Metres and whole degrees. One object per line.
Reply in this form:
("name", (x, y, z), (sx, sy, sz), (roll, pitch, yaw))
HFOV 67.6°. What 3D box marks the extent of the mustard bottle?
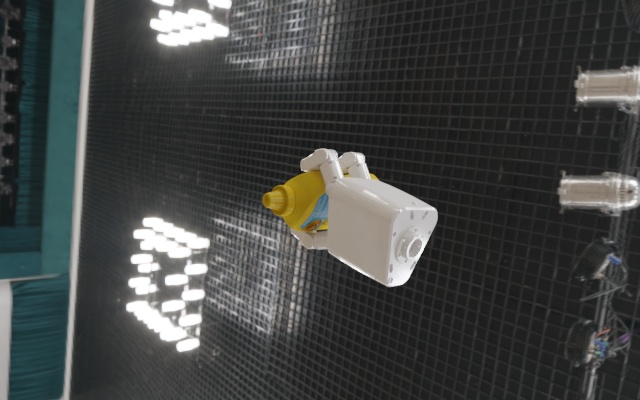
("mustard bottle", (0.000, 0.002, 0.676), (0.191, 0.096, 0.058), (1, 44, -44))
